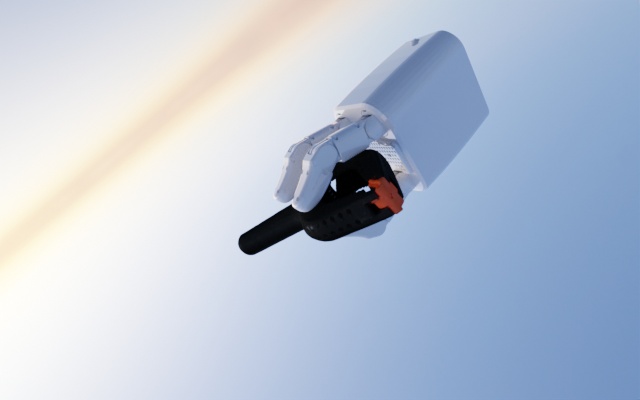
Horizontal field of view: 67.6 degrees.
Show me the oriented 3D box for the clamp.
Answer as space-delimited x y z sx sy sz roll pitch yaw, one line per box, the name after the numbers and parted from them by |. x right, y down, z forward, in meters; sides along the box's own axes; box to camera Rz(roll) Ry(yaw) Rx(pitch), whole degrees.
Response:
0.001 0.002 0.441 0.036 0.164 0.210 44 -10 -20 | clamp
